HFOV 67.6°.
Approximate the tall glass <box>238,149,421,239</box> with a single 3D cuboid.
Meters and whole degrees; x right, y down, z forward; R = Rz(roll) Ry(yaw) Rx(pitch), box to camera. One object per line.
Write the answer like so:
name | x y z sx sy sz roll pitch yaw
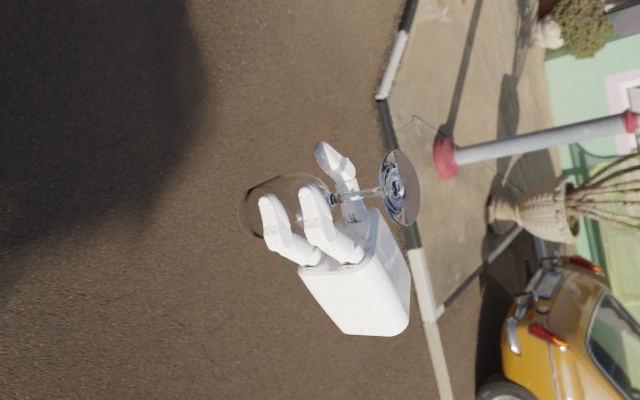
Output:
tall glass | 0.001 0.001 0.511 0.201 0.079 0.079 -10 -6 38
